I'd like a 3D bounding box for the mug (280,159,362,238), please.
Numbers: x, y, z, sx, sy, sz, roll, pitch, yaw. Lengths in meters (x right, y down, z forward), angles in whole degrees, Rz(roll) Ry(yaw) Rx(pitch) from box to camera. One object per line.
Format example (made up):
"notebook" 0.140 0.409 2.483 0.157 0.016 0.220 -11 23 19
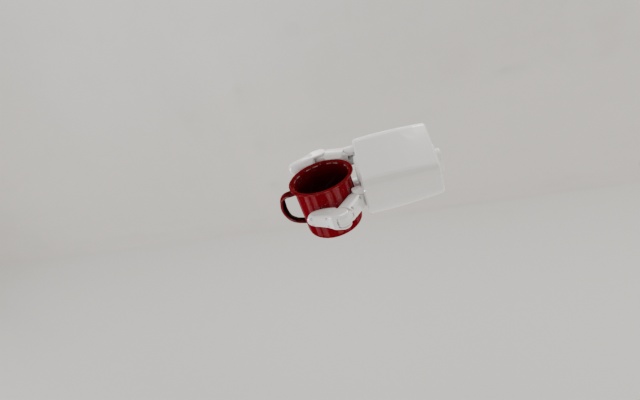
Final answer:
"mug" -0.001 0.003 0.683 0.117 0.081 0.093 -15 31 10
